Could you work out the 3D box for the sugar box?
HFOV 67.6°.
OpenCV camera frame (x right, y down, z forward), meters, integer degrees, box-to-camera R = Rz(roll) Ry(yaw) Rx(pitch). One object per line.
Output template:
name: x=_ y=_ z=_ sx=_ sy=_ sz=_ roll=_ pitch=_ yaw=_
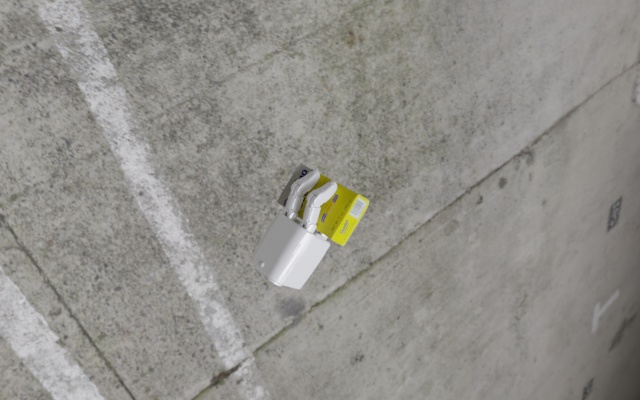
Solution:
sugar box: x=0.000 y=0.003 z=0.880 sx=0.176 sy=0.093 sz=0.048 roll=30 pitch=-2 yaw=43
